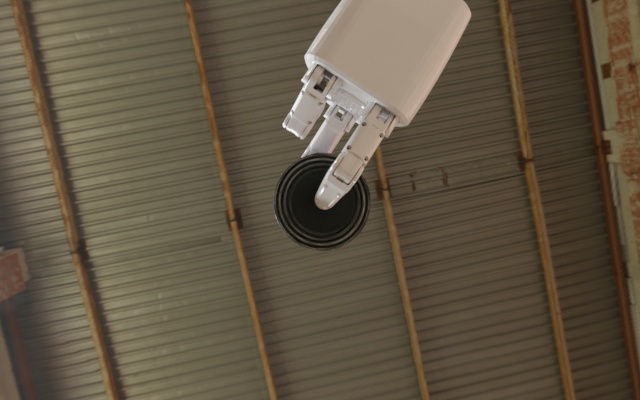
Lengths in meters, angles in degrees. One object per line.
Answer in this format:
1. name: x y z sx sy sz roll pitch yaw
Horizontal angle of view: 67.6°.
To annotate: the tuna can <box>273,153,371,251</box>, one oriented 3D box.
1. tuna can: 0.000 0.001 0.432 0.086 0.086 0.034 0 -1 -8
